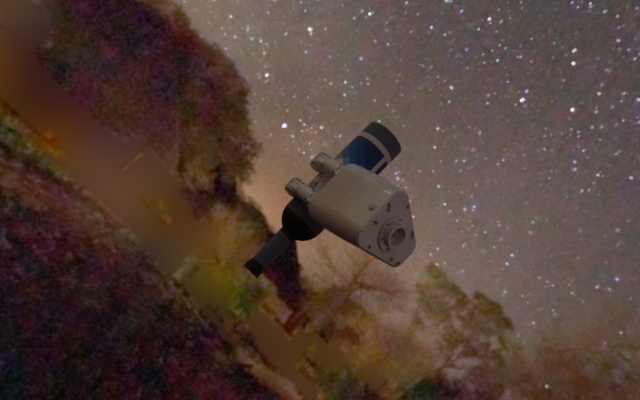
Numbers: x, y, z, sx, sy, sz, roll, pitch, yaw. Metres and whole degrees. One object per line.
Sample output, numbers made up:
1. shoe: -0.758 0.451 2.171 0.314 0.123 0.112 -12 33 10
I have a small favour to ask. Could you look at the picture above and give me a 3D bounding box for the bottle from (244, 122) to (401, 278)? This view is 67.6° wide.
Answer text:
1. bottle: 0.000 0.002 0.726 0.295 0.069 0.069 -45 11 -11
